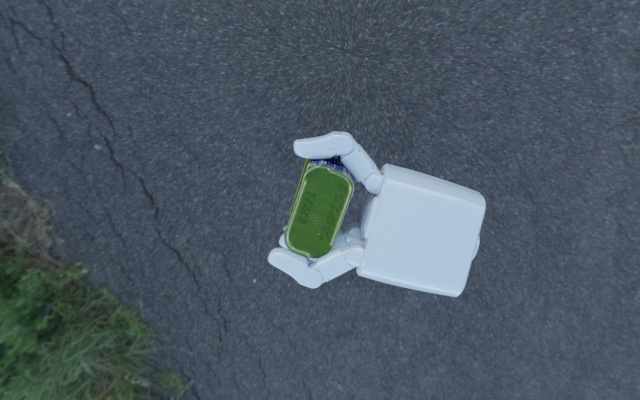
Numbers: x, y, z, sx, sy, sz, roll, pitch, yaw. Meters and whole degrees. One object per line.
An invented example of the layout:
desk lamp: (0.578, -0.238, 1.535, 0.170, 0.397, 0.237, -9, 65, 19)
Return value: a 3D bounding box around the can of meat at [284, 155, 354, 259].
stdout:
can of meat: (0.000, 0.002, 0.507, 0.057, 0.102, 0.084, 18, 17, -3)
